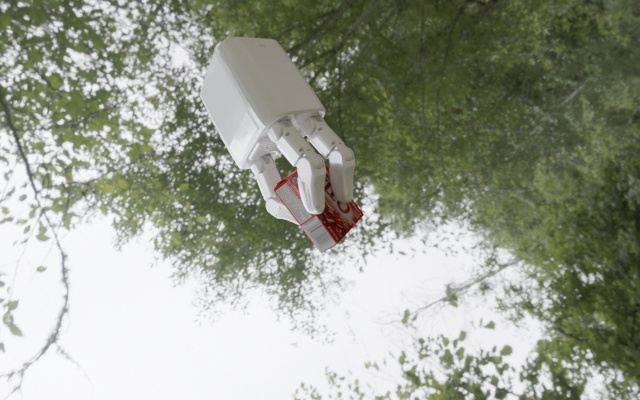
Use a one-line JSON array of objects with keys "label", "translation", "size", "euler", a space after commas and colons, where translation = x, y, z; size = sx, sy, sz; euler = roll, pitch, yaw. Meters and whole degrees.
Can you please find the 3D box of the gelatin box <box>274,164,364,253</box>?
[{"label": "gelatin box", "translation": [0.000, 0.002, 0.527], "size": [0.030, 0.089, 0.073], "euler": [-34, 4, 37]}]
